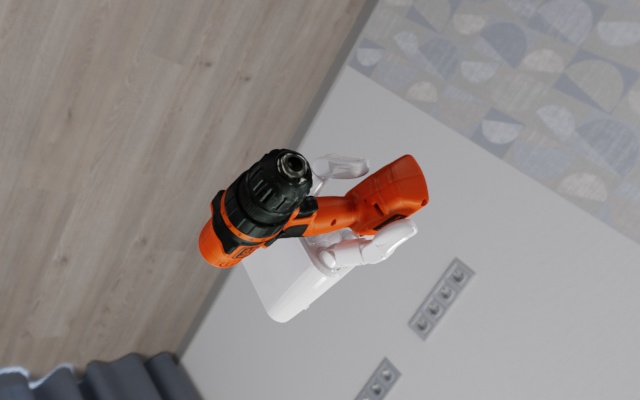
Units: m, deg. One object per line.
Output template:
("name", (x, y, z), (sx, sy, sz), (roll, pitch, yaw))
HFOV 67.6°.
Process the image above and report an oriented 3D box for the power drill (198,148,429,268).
("power drill", (0.000, 0.001, 0.415), (0.187, 0.057, 0.184), (-7, -16, -31))
